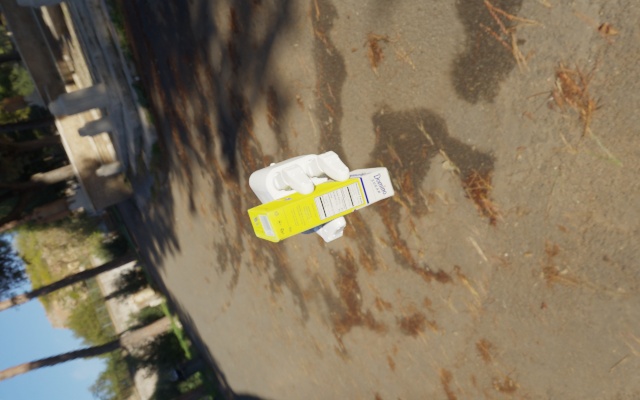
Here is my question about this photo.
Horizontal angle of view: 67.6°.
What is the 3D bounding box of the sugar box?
[{"bbox_3d":[0.000,0.002,0.643,0.176,0.048,0.093,-24,11,-22],"label":"sugar box"}]
